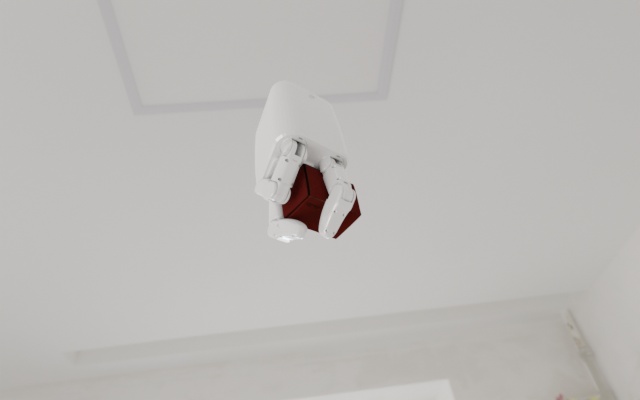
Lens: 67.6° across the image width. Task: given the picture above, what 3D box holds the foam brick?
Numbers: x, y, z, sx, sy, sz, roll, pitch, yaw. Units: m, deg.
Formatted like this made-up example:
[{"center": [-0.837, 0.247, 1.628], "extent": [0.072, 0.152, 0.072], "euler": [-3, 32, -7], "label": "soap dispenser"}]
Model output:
[{"center": [0.000, 0.002, 0.564], "extent": [0.078, 0.051, 0.053], "euler": [22, -50, -32], "label": "foam brick"}]
